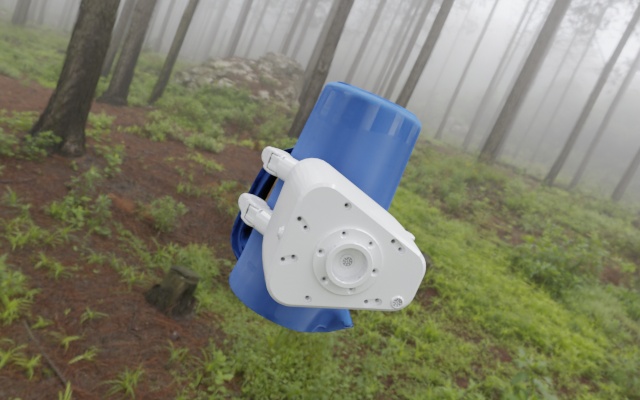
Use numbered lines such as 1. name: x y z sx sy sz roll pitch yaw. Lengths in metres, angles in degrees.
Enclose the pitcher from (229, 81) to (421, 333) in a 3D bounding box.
1. pitcher: 0.000 0.002 0.510 0.149 0.243 0.145 23 9 -10
